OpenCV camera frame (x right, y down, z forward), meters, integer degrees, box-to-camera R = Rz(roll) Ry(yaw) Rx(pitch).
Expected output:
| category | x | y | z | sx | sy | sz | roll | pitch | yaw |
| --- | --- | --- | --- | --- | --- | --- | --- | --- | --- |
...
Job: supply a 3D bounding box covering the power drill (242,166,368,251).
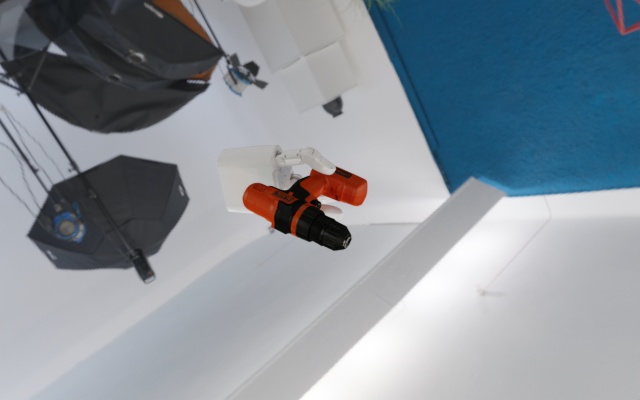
| category | x | y | z | sx | sy | sz | roll | pitch | yaw |
| --- | --- | --- | --- | --- | --- | --- | --- | --- | --- |
| power drill | 0.000 | 0.002 | 0.752 | 0.184 | 0.057 | 0.187 | 26 | 29 | 24 |
